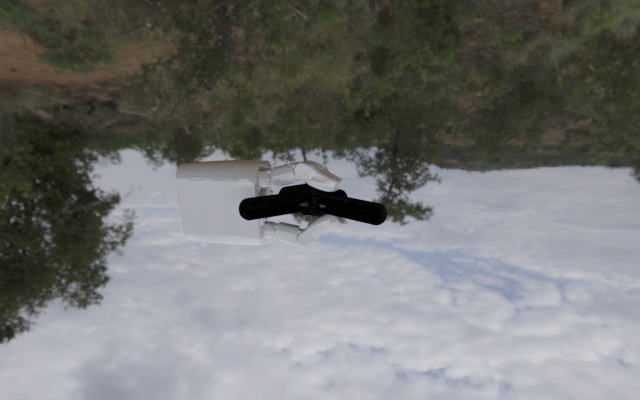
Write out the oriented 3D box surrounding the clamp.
[{"bbox_3d":[0.000,0.003,0.616,0.164,0.036,0.210,4,8,5],"label":"clamp"}]
